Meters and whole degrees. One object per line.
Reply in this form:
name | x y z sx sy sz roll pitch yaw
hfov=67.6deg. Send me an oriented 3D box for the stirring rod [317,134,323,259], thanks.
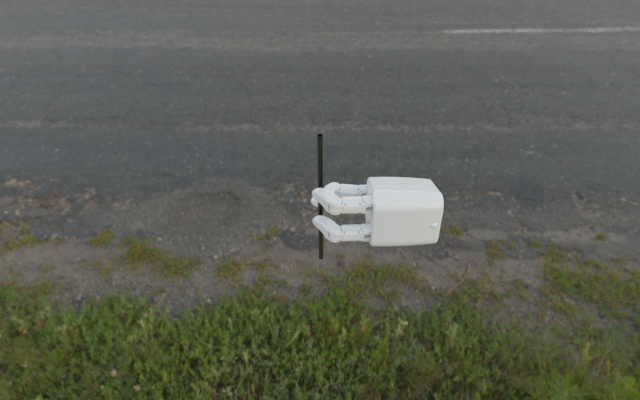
stirring rod | 0.000 0.003 0.768 0.011 0.240 0.011 0 35 0
